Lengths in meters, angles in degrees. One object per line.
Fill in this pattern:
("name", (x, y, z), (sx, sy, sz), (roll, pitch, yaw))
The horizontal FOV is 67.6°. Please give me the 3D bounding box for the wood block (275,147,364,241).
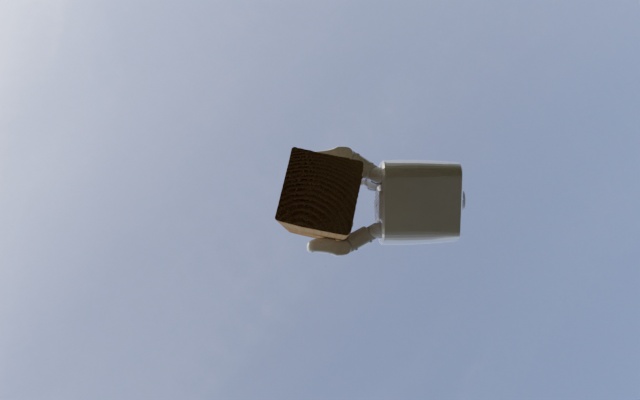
("wood block", (0.000, 0.003, 0.648), (0.090, 0.091, 0.206), (12, -8, 2))
